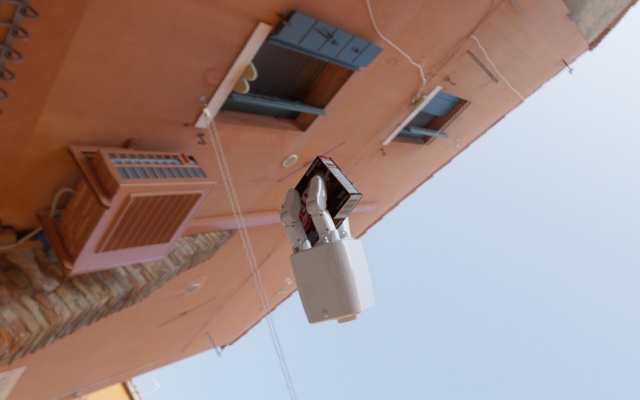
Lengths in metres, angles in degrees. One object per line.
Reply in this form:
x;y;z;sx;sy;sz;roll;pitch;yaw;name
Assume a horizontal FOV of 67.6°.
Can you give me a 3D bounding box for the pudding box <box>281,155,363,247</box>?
0.000;0.002;0.731;0.039;0.113;0.090;3;41;-52;pudding box
